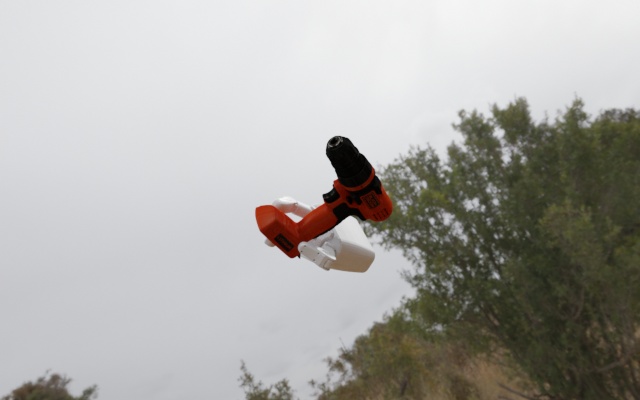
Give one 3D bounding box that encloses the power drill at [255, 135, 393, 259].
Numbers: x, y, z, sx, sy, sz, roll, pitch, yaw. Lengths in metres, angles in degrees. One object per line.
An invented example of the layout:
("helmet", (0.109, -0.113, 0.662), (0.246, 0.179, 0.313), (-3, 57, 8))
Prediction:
("power drill", (0.000, 0.003, 0.709), (0.187, 0.057, 0.184), (-27, -45, 12))
